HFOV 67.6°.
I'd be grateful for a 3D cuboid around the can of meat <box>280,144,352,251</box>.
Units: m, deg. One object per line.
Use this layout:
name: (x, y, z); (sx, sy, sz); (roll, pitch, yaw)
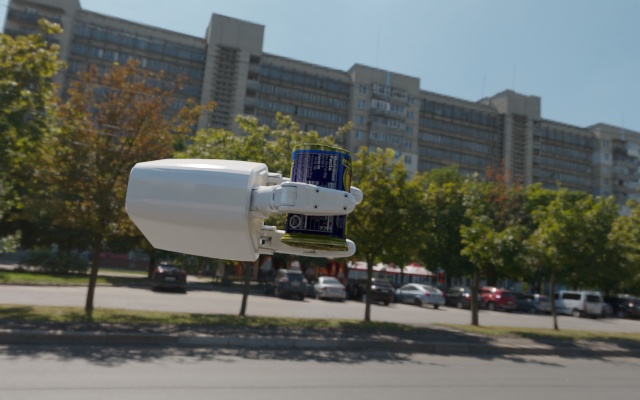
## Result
can of meat: (0.000, 0.001, 0.439); (0.057, 0.084, 0.102); (4, -9, 4)
